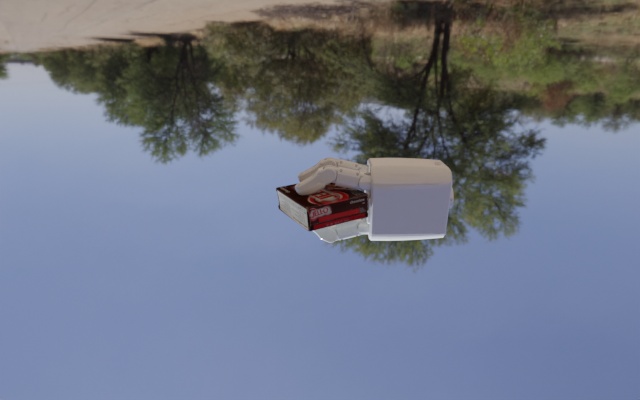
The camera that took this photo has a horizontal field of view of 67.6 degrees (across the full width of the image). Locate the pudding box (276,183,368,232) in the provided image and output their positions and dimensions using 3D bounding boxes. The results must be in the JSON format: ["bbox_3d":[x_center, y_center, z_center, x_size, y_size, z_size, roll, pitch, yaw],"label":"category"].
[{"bbox_3d":[0.000,0.002,0.662,0.090,0.039,0.113,-12,17,-24],"label":"pudding box"}]
